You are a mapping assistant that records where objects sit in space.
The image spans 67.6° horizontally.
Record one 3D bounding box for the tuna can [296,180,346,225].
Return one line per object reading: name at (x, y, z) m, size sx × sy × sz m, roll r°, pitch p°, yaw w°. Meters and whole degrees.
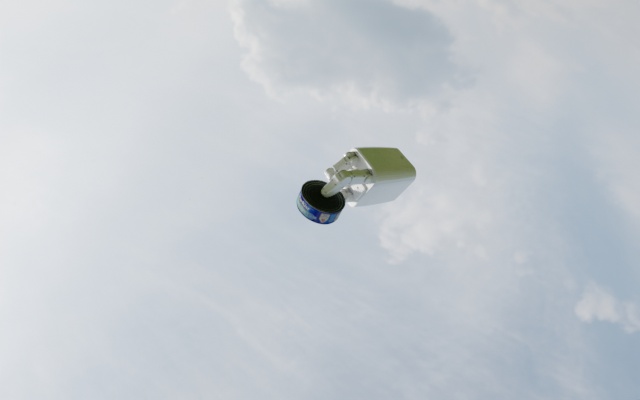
tuna can at (0.000, 0.003, 0.871) m, size 0.086 × 0.034 × 0.086 m, roll 16°, pitch 39°, yaw -13°
